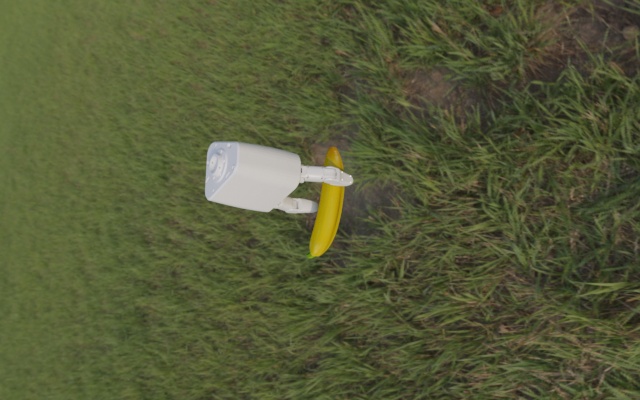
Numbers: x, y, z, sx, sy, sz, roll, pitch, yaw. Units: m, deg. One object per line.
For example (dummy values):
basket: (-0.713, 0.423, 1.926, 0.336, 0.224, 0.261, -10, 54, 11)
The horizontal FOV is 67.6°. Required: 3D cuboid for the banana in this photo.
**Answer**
banana: (0.009, 0.010, 0.790, 0.037, 0.198, 0.069, 9, 8, -33)
